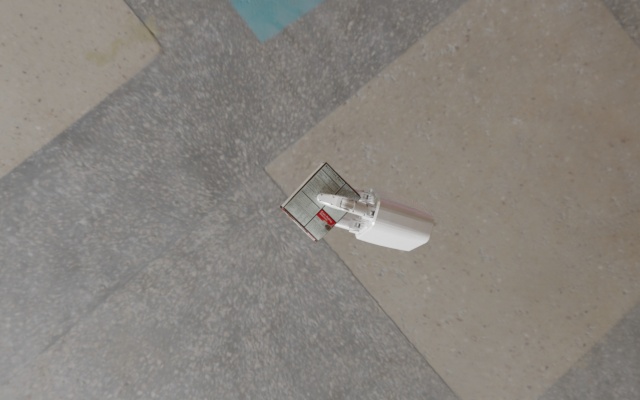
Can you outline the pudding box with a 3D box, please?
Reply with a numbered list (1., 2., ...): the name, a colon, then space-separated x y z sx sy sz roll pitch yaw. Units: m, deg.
1. pudding box: 0.000 0.003 0.828 0.090 0.113 0.039 45 -8 -8
